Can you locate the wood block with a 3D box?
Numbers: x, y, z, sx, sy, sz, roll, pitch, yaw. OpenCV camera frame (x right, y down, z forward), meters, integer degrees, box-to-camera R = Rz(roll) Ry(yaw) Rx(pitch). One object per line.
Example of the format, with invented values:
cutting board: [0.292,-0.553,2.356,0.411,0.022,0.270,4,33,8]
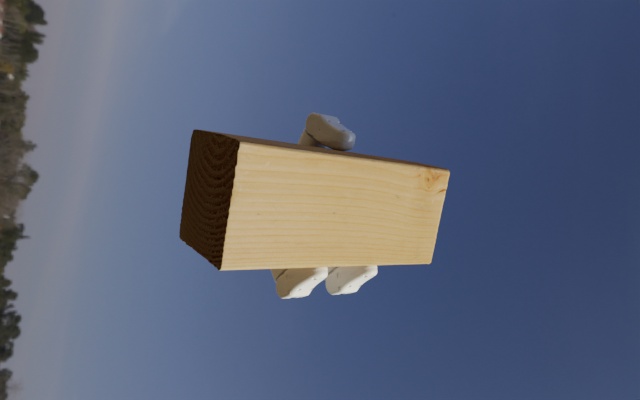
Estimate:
wood block: [0.000,0.001,0.404,0.206,0.091,0.090,3,10,-36]
